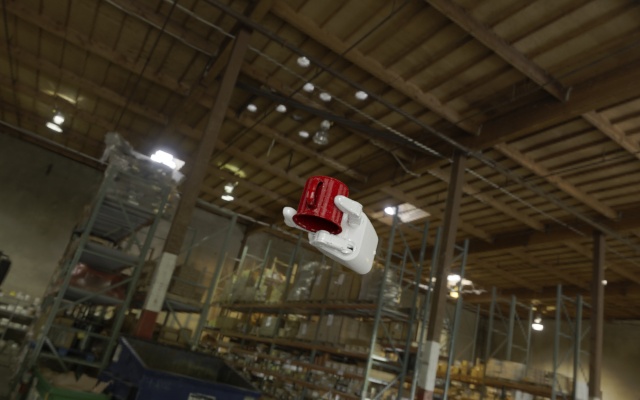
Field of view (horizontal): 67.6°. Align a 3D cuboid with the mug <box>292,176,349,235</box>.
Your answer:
[{"bbox_3d":[0.000,0.002,0.854,0.093,0.081,0.117,6,-24,23],"label":"mug"}]
